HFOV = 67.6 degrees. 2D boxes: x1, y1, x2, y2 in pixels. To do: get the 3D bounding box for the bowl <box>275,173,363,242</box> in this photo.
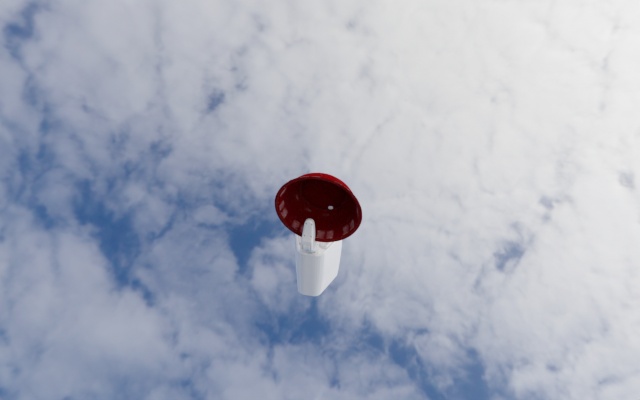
[{"bbox_3d":[0.001,0.002,0.878,0.162,0.162,0.055,0,42,15],"label":"bowl"}]
